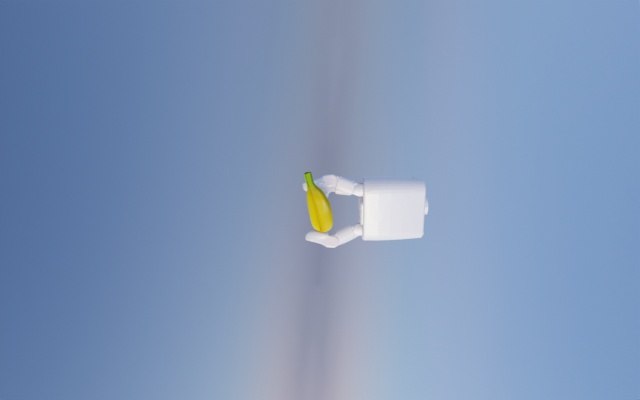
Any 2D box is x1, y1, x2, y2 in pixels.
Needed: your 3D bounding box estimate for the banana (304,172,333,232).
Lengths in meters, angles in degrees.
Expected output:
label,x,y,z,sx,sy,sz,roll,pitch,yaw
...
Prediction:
label,x,y,z,sx,sy,sz,roll,pitch,yaw
banana,0.001,0.019,0.808,0.037,0.069,0.198,-6,-21,2
